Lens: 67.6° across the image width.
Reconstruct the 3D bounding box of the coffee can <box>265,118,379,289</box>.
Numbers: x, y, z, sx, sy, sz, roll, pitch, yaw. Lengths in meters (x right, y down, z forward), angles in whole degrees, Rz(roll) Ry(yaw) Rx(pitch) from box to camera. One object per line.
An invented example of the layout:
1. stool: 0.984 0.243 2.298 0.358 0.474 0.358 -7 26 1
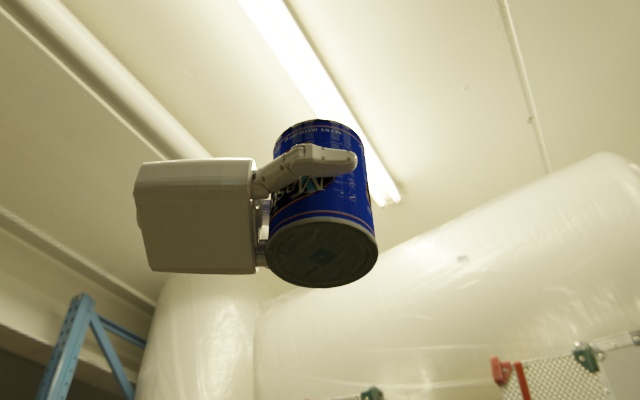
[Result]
1. coffee can: 0.000 0.002 0.479 0.103 0.140 0.103 -1 -43 -1
